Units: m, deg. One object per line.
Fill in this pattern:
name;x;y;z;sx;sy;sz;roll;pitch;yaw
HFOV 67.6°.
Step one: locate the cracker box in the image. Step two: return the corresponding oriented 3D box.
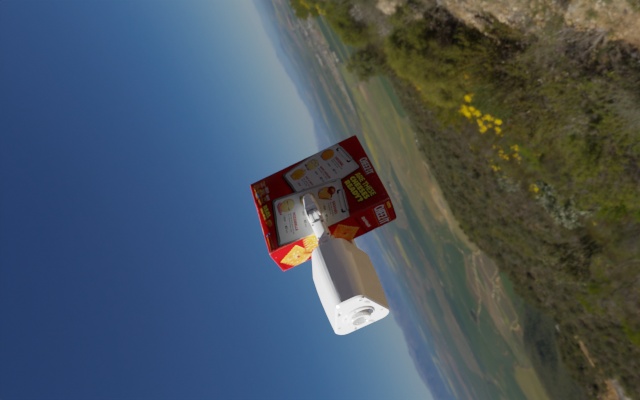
cracker box;0.000;0.003;0.829;0.214;0.164;0.072;-25;-39;3
